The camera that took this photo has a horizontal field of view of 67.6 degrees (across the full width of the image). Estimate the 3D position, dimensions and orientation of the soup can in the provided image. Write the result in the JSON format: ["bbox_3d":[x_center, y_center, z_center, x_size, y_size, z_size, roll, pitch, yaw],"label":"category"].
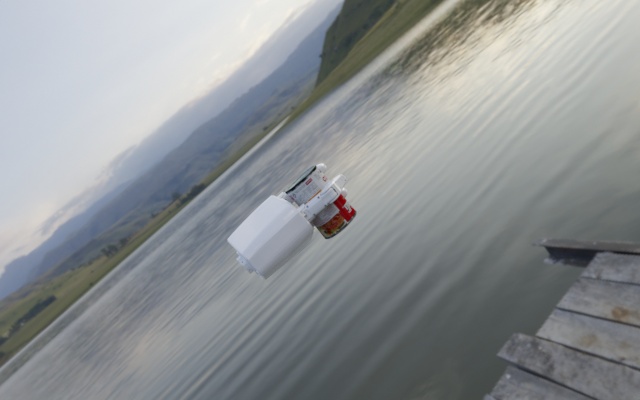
[{"bbox_3d":[0.000,0.002,0.765,0.068,0.102,0.068,-40,10,8],"label":"soup can"}]
